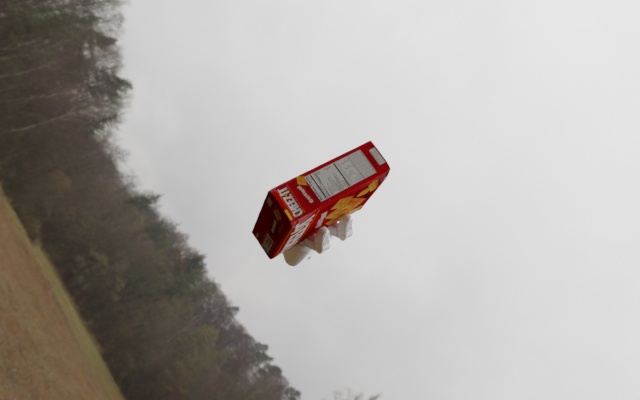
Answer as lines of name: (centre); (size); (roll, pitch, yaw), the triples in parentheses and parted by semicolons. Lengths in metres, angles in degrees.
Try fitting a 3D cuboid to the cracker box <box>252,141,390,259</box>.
cracker box: (0.000, 0.002, 0.821); (0.213, 0.072, 0.164); (-29, -15, -28)
